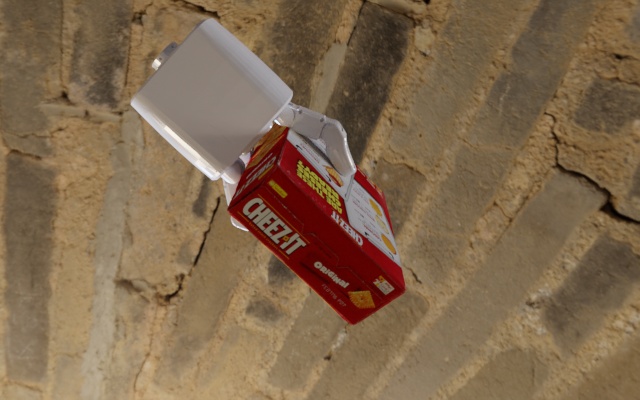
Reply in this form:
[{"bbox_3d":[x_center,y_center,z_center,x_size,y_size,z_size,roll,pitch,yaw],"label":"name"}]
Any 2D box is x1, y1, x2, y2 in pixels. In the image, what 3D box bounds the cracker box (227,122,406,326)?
[{"bbox_3d":[0.000,0.001,0.501,0.072,0.164,0.213,-40,17,18],"label":"cracker box"}]
